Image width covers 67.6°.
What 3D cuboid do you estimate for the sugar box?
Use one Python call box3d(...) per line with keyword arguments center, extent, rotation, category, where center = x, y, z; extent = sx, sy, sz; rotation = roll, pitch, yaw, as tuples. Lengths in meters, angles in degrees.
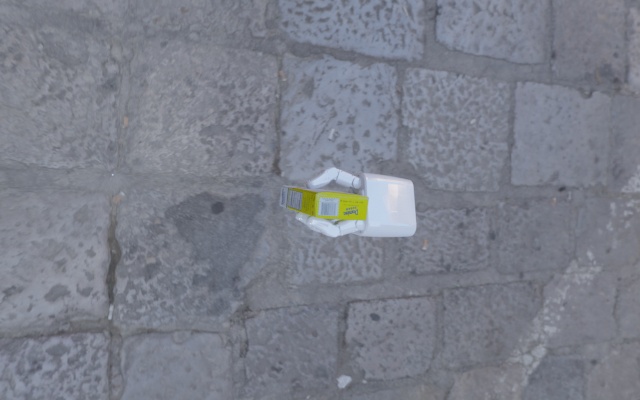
box3d(center=(0.000, 0.003, 0.826), extent=(0.093, 0.048, 0.176), rotation=(5, 1, -23), category="sugar box")
